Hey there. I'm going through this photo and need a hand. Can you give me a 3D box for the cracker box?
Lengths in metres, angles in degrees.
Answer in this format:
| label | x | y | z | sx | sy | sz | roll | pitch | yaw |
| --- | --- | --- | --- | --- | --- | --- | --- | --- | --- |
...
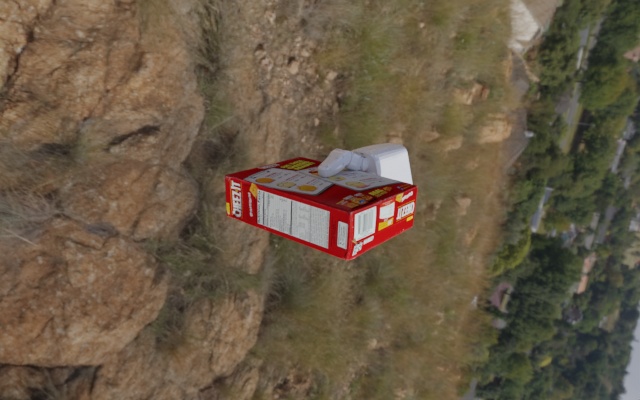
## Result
| label | x | y | z | sx | sy | sz | roll | pitch | yaw |
| --- | --- | --- | --- | --- | --- | --- | --- | --- | --- |
| cracker box | 0.000 | 0.002 | 0.662 | 0.213 | 0.072 | 0.164 | 16 | 22 | 35 |
